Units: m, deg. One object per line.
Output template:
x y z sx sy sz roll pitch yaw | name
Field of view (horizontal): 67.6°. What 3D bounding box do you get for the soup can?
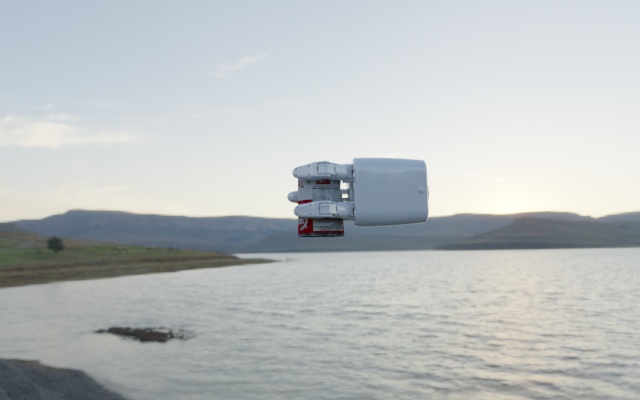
0.000 0.002 0.703 0.068 0.102 0.068 -1 -6 0 | soup can
